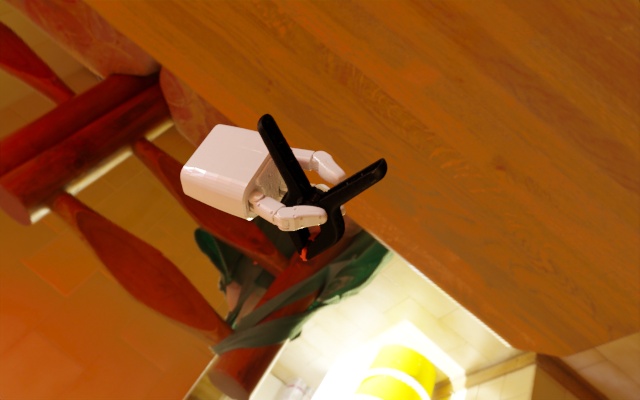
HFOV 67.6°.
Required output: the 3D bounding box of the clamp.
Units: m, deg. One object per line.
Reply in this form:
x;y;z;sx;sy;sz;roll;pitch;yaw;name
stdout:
-0.001;0.003;0.602;0.164;0.210;0.036;19;44;22;clamp
